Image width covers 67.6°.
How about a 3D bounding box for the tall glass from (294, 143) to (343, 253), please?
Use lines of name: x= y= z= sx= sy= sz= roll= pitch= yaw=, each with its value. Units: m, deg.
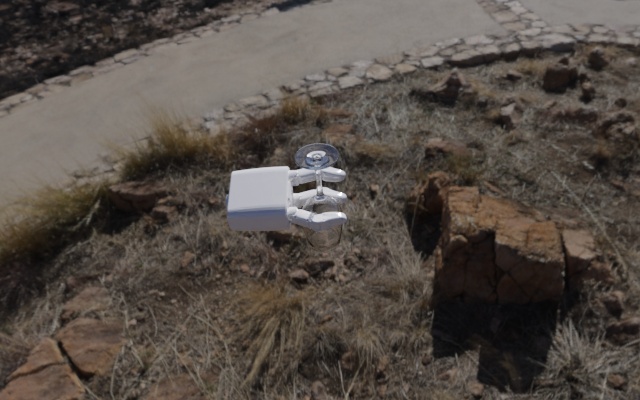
tall glass: x=0.000 y=0.002 z=0.847 sx=0.079 sy=0.201 sz=0.079 roll=-3 pitch=40 yaw=3
